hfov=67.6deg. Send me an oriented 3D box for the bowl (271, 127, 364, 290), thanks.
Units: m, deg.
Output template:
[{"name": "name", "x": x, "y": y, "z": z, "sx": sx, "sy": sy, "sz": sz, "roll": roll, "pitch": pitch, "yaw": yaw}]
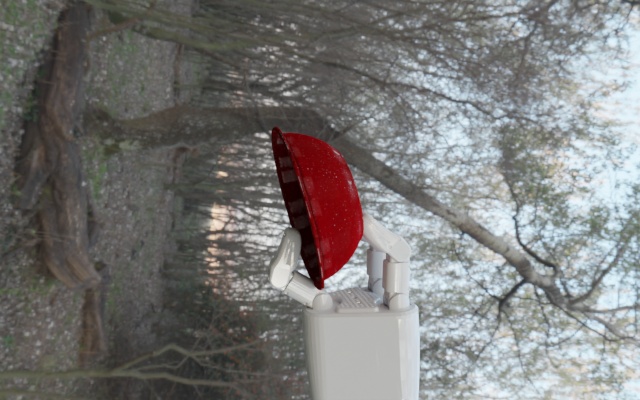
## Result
[{"name": "bowl", "x": 0.000, "y": 0.000, "z": 0.462, "sx": 0.055, "sy": 0.162, "sz": 0.162, "roll": -16, "pitch": 3, "yaw": -10}]
